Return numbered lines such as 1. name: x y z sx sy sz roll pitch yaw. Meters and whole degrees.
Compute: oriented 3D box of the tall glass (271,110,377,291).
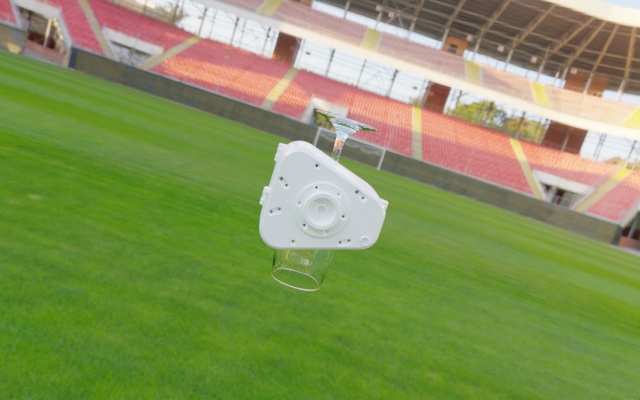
1. tall glass: 0.000 0.001 0.562 0.079 0.201 0.079 17 8 -2
